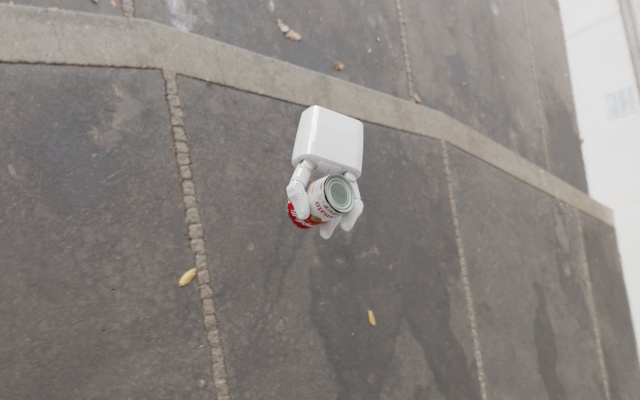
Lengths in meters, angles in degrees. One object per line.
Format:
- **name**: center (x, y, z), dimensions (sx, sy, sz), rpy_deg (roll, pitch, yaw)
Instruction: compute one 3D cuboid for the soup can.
- **soup can**: center (0.000, 0.003, 0.787), dimensions (0.068, 0.068, 0.102), rpy_deg (0, -16, -42)
